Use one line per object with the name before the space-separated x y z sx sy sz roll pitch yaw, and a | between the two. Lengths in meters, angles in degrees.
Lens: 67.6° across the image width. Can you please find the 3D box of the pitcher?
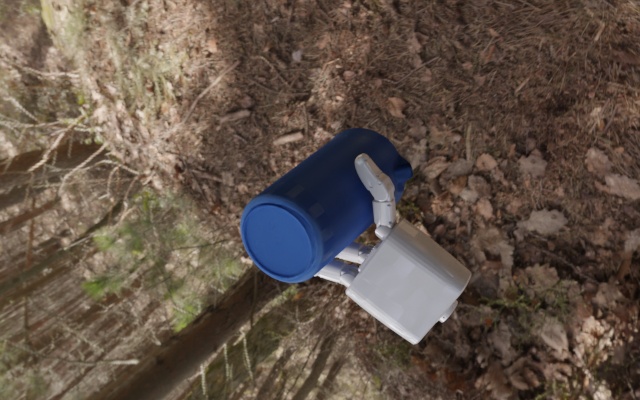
pitcher | 0.000 0.002 0.613 0.145 0.149 0.242 39 35 9
